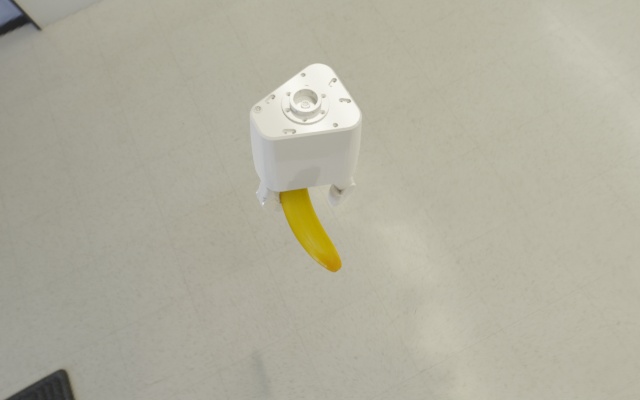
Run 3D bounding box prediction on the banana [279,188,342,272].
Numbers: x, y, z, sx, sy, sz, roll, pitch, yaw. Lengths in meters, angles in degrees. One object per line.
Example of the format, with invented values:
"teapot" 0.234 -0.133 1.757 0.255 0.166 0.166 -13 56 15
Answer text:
"banana" -0.018 -0.001 0.617 0.069 0.197 0.037 -1 -29 -14
